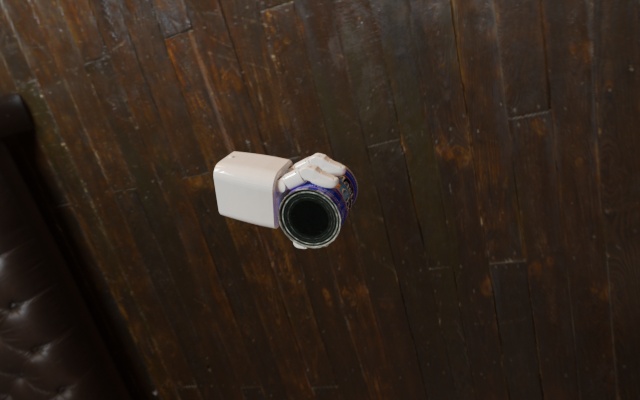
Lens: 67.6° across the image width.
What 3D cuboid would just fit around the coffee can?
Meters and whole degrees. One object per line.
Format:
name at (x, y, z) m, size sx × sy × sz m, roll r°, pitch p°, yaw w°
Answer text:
coffee can at (0.000, 0.003, 0.802) m, size 0.103 × 0.103 × 0.140 m, roll 0°, pitch 22°, yaw 16°
